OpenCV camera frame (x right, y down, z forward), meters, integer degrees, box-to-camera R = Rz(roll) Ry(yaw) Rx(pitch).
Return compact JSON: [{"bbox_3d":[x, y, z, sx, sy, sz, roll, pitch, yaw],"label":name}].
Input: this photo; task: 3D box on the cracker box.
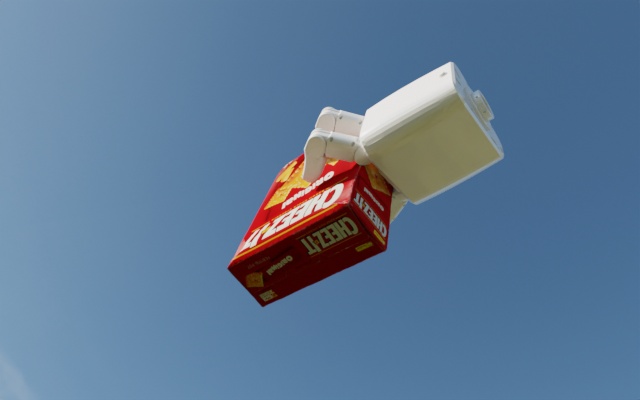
[{"bbox_3d":[0.000,0.002,0.557,0.164,0.072,0.213,-30,21,28],"label":"cracker box"}]
